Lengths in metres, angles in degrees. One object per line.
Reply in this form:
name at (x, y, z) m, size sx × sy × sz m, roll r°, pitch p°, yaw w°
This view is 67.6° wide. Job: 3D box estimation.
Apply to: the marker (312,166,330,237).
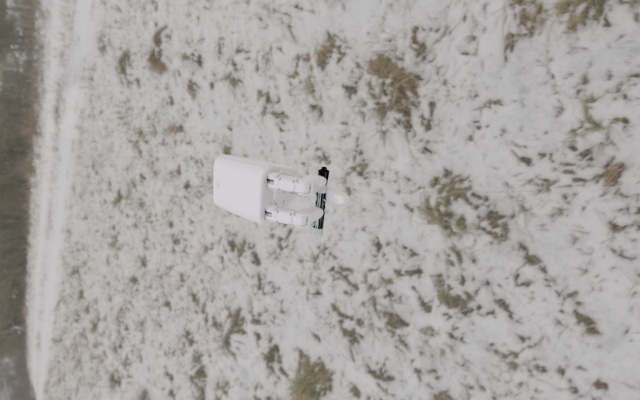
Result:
marker at (0.000, 0.003, 0.790) m, size 0.020 × 0.121 × 0.020 m, roll 5°, pitch 20°, yaw -2°
